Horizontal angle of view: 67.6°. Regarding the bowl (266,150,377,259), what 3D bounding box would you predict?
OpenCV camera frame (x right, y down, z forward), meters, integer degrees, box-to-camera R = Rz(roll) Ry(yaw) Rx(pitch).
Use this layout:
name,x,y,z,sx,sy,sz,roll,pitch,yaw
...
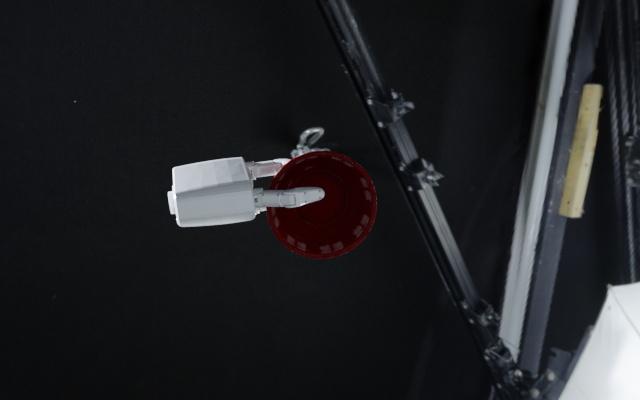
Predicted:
name,x,y,z,sx,sy,sz,roll,pitch,yaw
bowl,0.001,0.002,0.714,0.162,0.162,0.055,0,14,-4
